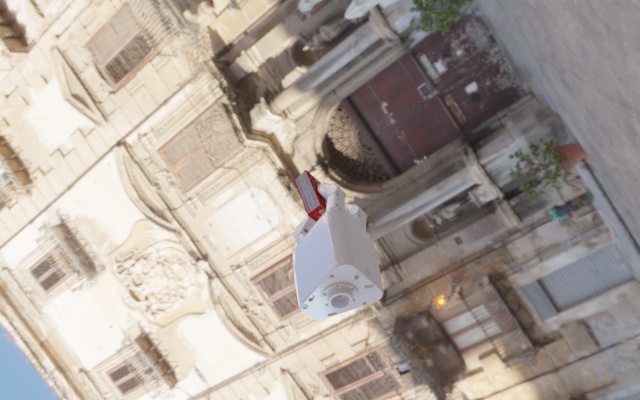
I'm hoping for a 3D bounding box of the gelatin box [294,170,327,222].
[{"bbox_3d":[0.000,0.003,0.770,0.030,0.089,0.073,-38,-45,14],"label":"gelatin box"}]
